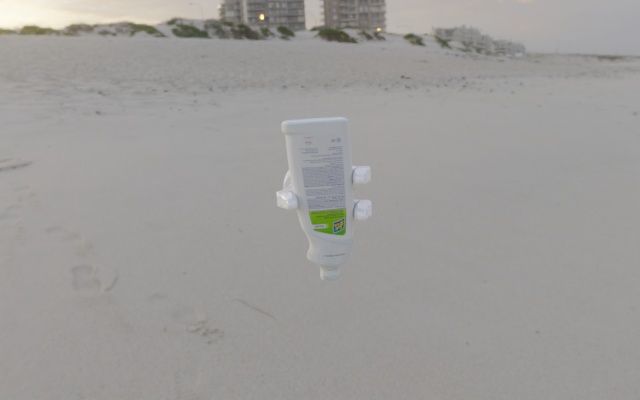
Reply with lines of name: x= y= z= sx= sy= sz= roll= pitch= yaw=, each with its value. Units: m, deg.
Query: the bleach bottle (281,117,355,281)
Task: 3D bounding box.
bleach bottle: x=0.000 y=0.002 z=0.732 sx=0.102 sy=0.251 sz=0.068 roll=-3 pitch=14 yaw=-1
